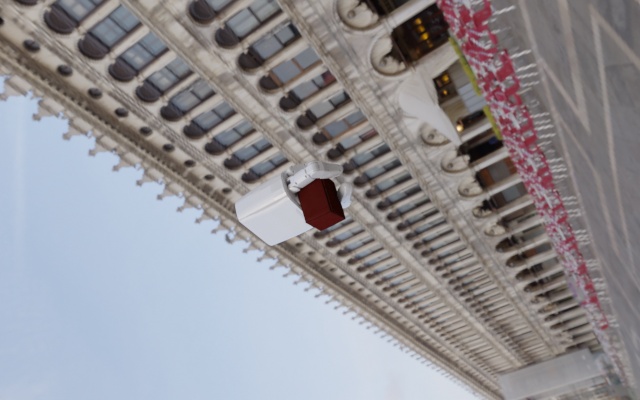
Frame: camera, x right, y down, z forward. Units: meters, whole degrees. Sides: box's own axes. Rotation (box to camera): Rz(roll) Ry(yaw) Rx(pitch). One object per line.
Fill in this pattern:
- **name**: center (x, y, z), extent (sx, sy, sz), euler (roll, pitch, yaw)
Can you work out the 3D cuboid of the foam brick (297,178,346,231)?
- **foam brick**: center (0.000, 0.003, 0.797), extent (0.051, 0.078, 0.053), euler (-27, -30, 19)
